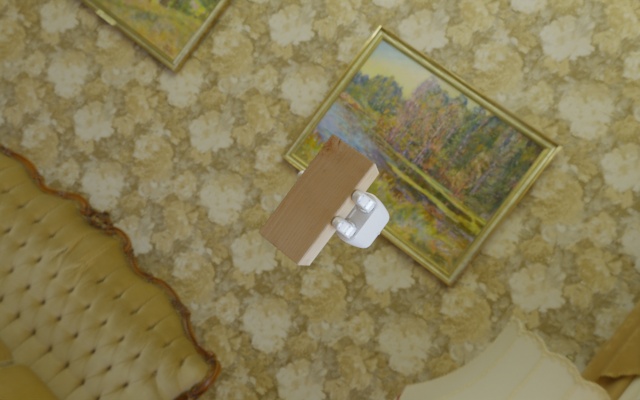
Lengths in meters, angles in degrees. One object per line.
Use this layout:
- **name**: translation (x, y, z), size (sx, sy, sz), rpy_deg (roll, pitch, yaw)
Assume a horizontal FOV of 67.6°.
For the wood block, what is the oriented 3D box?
- **wood block**: translation (0.000, 0.002, 0.820), size (0.091, 0.206, 0.090), rpy_deg (37, 1, 14)
